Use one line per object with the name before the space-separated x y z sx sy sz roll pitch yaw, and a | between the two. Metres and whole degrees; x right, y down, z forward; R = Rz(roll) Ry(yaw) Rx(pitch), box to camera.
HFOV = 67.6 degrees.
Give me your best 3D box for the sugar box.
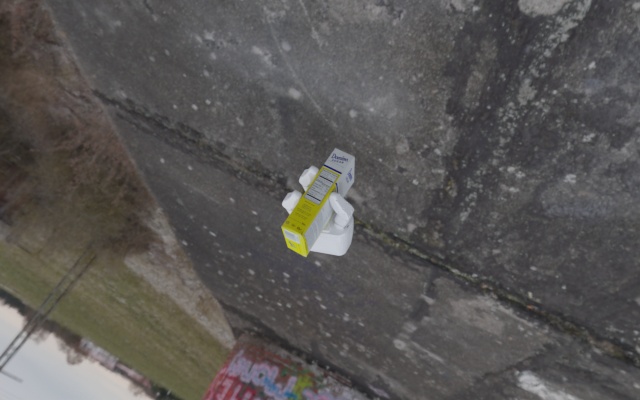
sugar box | 0.000 0.003 0.836 0.048 0.176 0.093 25 -24 15
